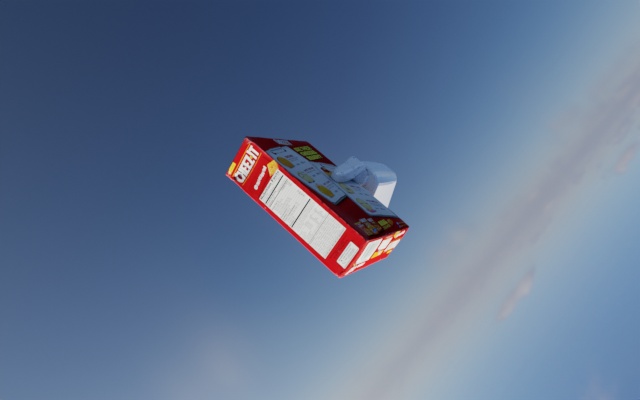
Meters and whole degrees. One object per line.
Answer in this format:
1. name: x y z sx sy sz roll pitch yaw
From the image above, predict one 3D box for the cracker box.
1. cracker box: 0.000 0.002 0.658 0.213 0.072 0.164 40 20 19
